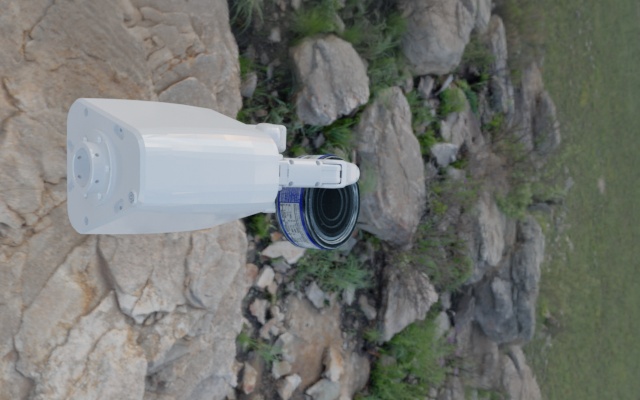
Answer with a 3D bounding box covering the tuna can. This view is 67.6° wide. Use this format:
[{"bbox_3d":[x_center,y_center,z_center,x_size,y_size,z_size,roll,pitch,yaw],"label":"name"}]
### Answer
[{"bbox_3d":[0.001,0.001,0.430,0.034,0.086,0.086,2,1,38],"label":"tuna can"}]
